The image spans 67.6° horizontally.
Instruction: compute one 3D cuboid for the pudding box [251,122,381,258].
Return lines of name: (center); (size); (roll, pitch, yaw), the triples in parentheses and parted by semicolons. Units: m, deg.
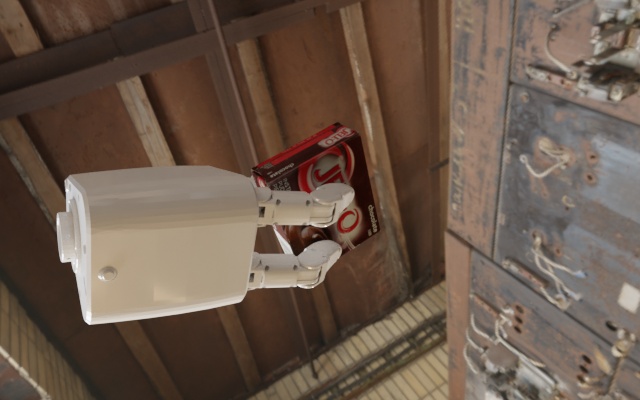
pudding box: (0.000, 0.001, 0.416); (0.090, 0.114, 0.039); (-30, 41, -17)
